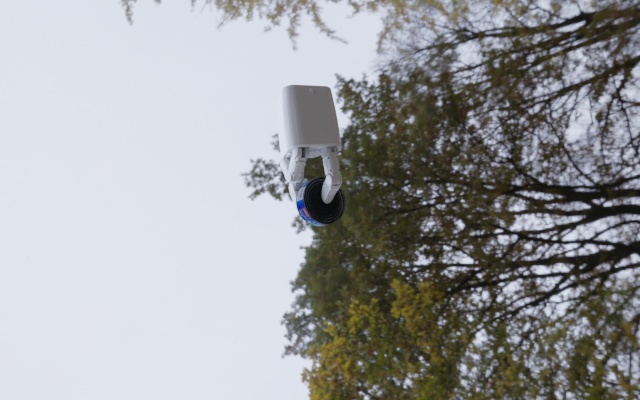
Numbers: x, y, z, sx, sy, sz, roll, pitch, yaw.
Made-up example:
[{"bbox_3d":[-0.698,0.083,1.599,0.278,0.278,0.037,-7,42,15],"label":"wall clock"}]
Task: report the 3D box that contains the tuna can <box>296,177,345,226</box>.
[{"bbox_3d":[0.000,0.003,0.852,0.086,0.086,0.034,0,-11,-31],"label":"tuna can"}]
